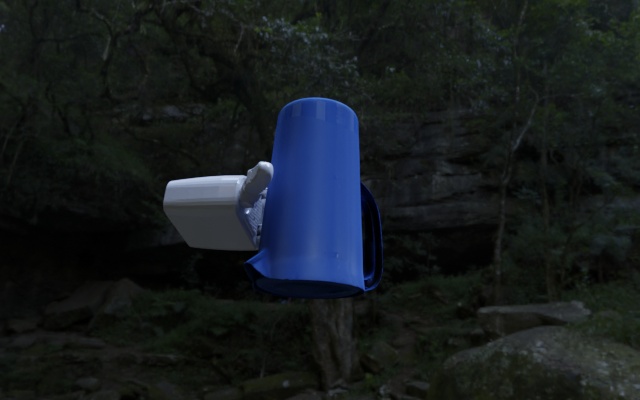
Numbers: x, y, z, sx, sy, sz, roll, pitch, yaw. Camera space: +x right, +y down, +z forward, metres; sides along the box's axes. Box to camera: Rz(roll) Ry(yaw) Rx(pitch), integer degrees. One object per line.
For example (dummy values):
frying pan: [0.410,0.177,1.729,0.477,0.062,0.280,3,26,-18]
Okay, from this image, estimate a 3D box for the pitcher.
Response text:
pitcher: [0.000,0.002,0.607,0.145,0.242,0.149,-2,-20,14]
